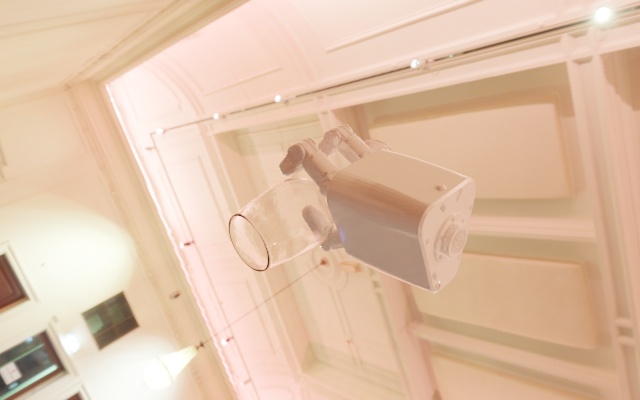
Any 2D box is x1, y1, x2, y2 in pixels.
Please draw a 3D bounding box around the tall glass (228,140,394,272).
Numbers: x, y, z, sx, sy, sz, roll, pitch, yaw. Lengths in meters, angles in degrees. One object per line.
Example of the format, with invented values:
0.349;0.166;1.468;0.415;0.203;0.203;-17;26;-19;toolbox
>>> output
0.000;0.001;0.514;0.201;0.079;0.079;-29;18;-36;tall glass
